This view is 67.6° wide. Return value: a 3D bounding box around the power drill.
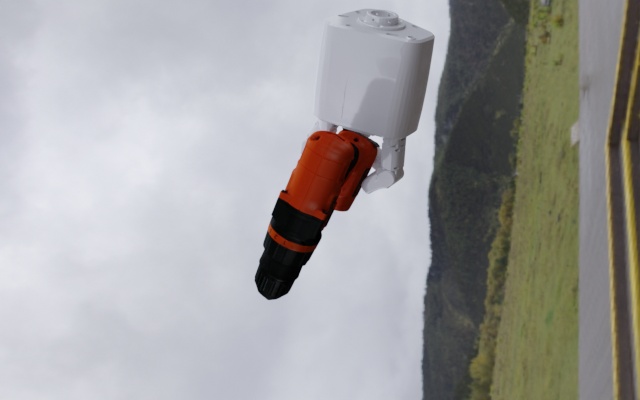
[{"bbox_3d":[0.000,0.001,0.522,0.057,0.184,0.187,28,23,6],"label":"power drill"}]
